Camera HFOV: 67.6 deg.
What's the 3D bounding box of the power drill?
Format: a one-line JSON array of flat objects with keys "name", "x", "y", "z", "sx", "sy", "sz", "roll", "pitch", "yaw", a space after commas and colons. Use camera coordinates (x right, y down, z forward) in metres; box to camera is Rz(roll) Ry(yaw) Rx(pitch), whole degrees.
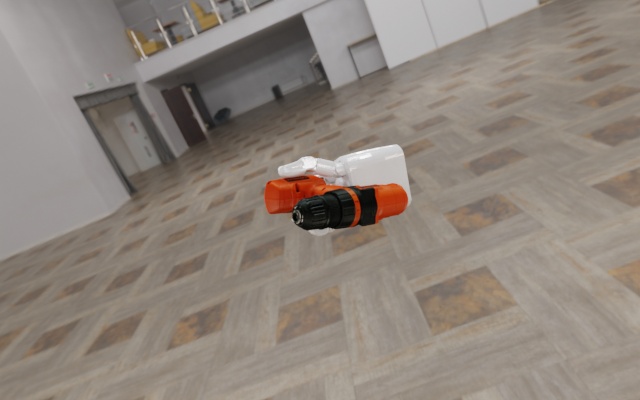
[{"name": "power drill", "x": 0.000, "y": 0.002, "z": 0.675, "sx": 0.184, "sy": 0.057, "sz": 0.187, "roll": -7, "pitch": 11, "yaw": -38}]
